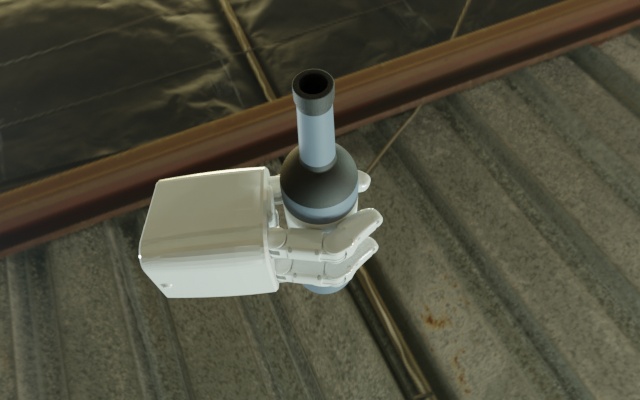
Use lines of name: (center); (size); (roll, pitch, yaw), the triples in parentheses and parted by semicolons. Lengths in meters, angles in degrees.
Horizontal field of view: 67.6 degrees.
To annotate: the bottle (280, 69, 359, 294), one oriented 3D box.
bottle: (0.000, 0.002, 0.431); (0.069, 0.069, 0.296); (0, -31, 2)
